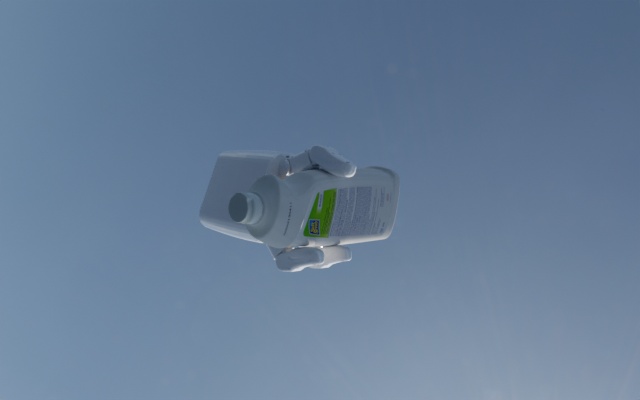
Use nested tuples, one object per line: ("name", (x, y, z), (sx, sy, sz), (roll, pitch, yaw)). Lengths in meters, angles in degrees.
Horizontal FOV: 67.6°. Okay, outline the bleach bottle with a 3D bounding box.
("bleach bottle", (0.000, 0.002, 0.555), (0.068, 0.102, 0.251), (10, 5, 38))
